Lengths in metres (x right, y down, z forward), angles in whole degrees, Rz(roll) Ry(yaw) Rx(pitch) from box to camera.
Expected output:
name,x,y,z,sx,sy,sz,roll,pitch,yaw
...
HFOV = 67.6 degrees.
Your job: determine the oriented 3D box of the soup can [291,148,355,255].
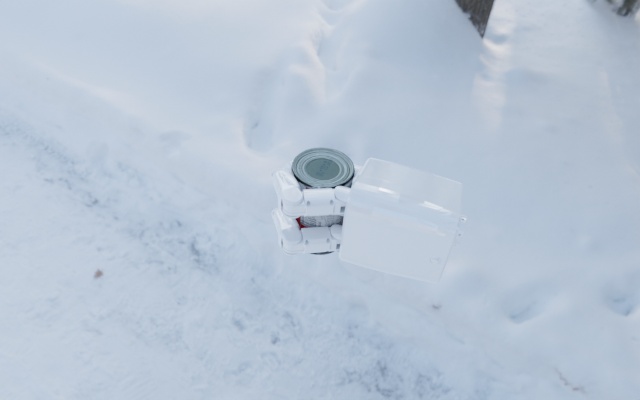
name,x,y,z,sx,sy,sz,roll,pitch,yaw
soup can,0.000,0.001,0.525,0.068,0.102,0.068,2,43,-2
